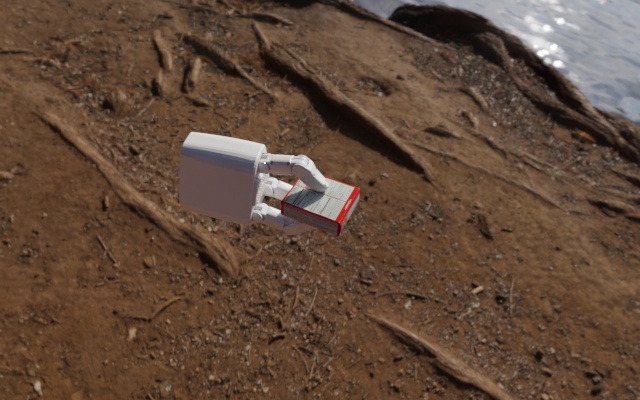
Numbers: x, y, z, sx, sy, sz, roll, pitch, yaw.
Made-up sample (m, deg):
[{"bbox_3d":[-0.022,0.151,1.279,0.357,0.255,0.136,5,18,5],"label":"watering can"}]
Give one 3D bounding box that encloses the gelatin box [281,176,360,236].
[{"bbox_3d":[0.000,0.002,0.657,0.089,0.030,0.073,19,47,16],"label":"gelatin box"}]
